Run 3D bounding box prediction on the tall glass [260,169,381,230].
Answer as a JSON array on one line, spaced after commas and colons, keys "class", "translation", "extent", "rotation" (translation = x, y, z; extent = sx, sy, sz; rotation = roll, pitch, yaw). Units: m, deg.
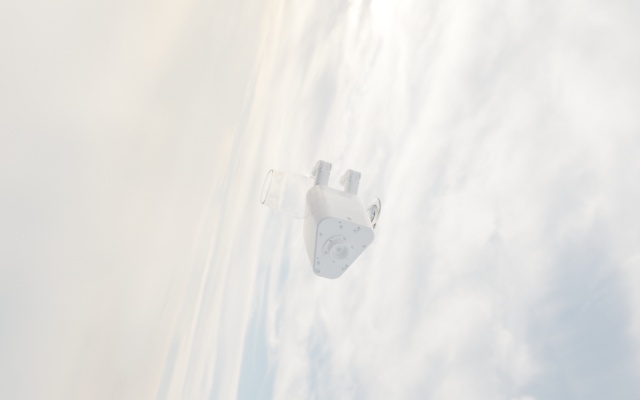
[{"class": "tall glass", "translation": [0.001, 0.003, 0.834], "extent": [0.201, 0.079, 0.079], "rotation": [16, -5, -16]}]
